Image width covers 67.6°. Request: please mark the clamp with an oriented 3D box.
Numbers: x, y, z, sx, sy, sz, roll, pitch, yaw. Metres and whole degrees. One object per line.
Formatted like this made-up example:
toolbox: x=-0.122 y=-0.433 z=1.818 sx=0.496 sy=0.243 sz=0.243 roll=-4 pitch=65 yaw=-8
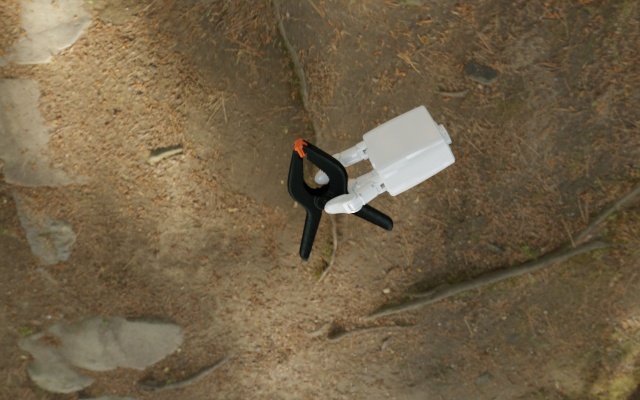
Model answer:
clamp: x=0.000 y=0.002 z=0.752 sx=0.164 sy=0.210 sz=0.036 roll=-28 pitch=28 yaw=12
